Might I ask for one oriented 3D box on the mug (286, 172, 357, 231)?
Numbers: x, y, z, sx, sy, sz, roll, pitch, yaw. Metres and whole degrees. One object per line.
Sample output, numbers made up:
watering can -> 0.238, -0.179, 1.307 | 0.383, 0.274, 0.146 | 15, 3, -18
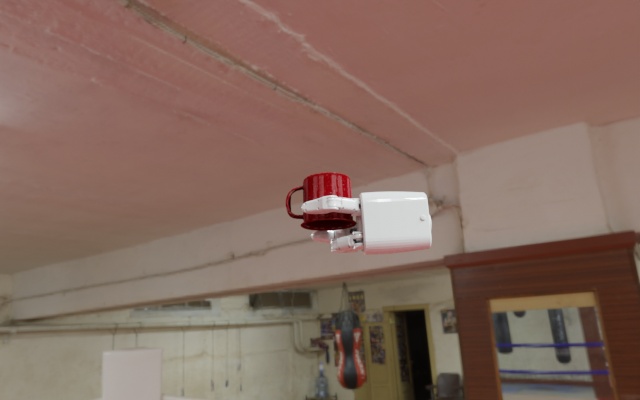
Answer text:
mug -> -0.001, 0.002, 0.801 | 0.117, 0.081, 0.093 | -2, -15, -2
